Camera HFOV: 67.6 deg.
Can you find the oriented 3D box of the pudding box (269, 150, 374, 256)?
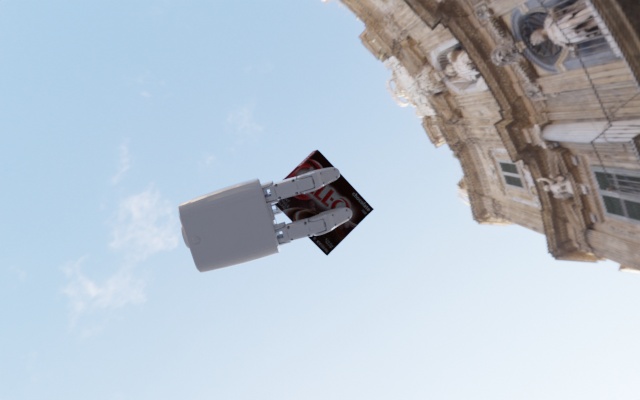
[{"bbox_3d":[0.000,0.002,0.637,0.090,0.113,0.039,-45,11,-2],"label":"pudding box"}]
